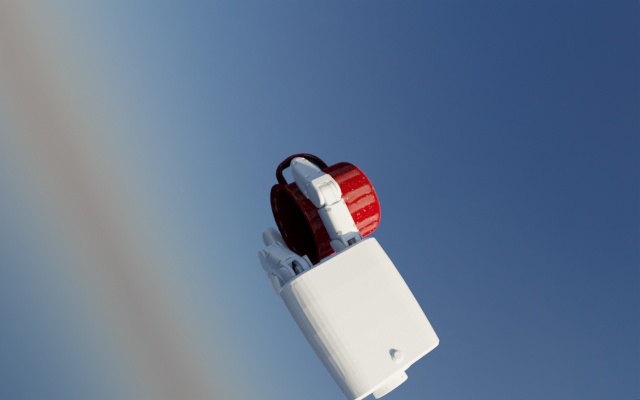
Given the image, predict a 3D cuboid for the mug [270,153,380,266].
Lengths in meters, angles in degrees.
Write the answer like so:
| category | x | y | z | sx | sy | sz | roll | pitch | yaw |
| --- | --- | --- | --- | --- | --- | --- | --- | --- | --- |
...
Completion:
| category | x | y | z | sx | sy | sz | roll | pitch | yaw |
| --- | --- | --- | --- | --- | --- | --- | --- | --- | --- |
| mug | -0.001 | 0.000 | 0.491 | 0.081 | 0.117 | 0.093 | -25 | -19 | -24 |
